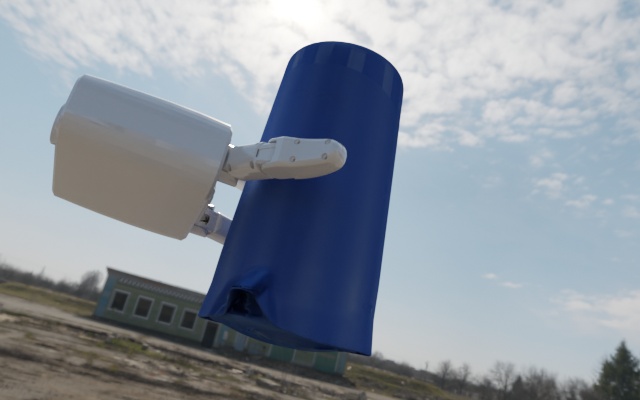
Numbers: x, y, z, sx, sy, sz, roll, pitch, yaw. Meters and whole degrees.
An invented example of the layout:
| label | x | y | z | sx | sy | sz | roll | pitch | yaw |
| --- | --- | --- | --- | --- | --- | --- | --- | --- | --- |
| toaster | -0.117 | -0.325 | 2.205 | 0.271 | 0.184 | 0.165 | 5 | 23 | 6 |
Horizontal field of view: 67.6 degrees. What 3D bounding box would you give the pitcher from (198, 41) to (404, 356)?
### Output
| label | x | y | z | sx | sy | sz | roll | pitch | yaw |
| --- | --- | --- | --- | --- | --- | --- | --- | --- | --- |
| pitcher | 0.000 | 0.001 | 0.405 | 0.145 | 0.242 | 0.149 | 20 | -19 | -20 |
